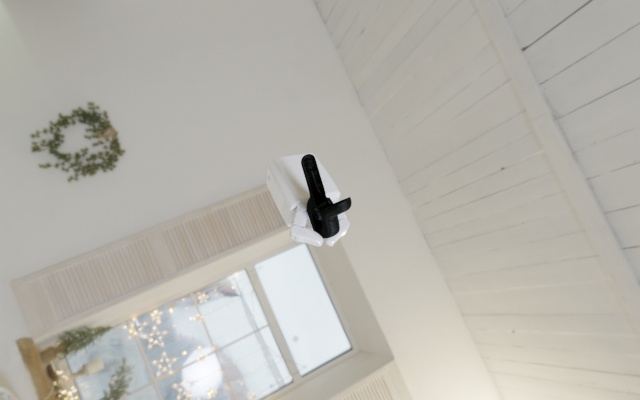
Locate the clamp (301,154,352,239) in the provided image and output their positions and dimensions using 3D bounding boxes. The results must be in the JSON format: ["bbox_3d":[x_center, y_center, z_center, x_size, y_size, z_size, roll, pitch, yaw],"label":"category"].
[{"bbox_3d":[0.001,0.003,0.805,0.039,0.120,0.172,-21,-25,-21],"label":"clamp"}]
